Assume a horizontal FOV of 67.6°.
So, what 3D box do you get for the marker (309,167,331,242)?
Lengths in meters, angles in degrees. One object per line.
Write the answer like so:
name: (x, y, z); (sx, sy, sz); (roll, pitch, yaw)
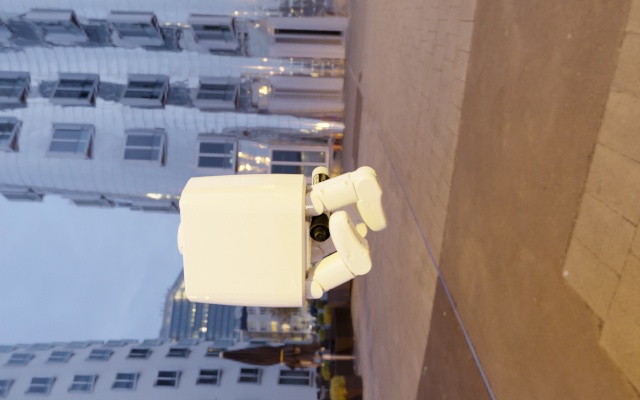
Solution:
marker: (0.000, 0.001, 0.453); (0.020, 0.020, 0.121); (0, 29, 1)
